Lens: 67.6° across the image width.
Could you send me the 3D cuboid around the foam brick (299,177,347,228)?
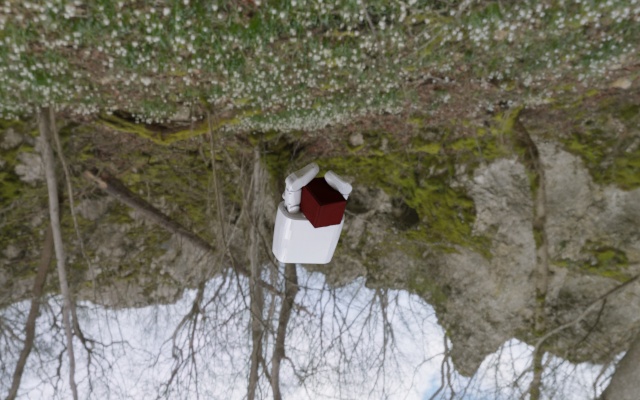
[{"bbox_3d":[0.000,0.003,0.808,0.053,0.051,0.078,-7,38,-29],"label":"foam brick"}]
